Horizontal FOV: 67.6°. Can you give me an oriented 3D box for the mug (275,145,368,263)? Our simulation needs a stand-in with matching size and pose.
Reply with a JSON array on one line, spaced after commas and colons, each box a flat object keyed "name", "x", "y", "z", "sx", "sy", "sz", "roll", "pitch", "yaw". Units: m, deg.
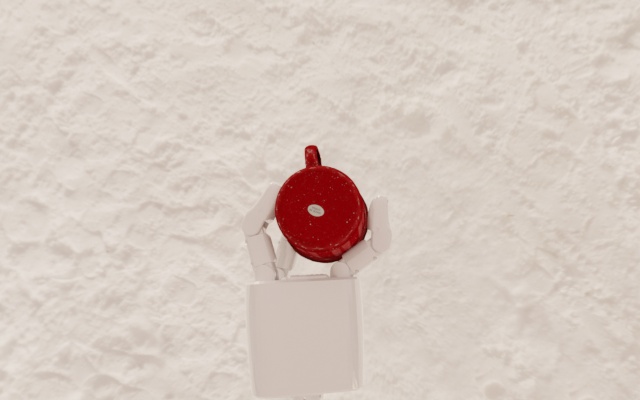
[{"name": "mug", "x": 0.000, "y": 0.000, "z": 0.471, "sx": 0.093, "sy": 0.117, "sz": 0.081, "roll": -7, "pitch": -10, "yaw": 4}]
